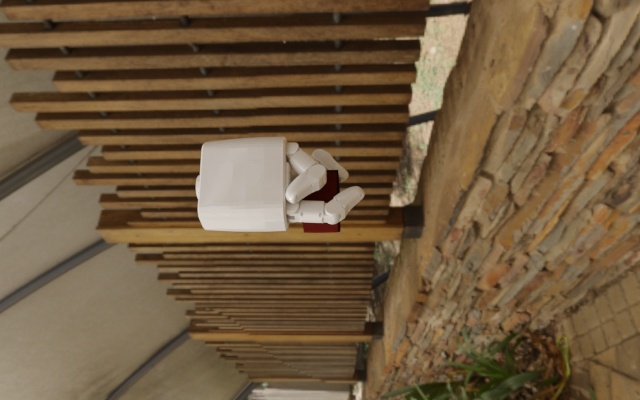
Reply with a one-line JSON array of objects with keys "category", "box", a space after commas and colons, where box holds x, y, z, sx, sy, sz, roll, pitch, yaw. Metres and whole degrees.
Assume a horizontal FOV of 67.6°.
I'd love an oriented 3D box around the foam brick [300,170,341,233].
[{"category": "foam brick", "box": [0.000, 0.002, 0.642, 0.051, 0.053, 0.078, -3, -36, 0]}]
